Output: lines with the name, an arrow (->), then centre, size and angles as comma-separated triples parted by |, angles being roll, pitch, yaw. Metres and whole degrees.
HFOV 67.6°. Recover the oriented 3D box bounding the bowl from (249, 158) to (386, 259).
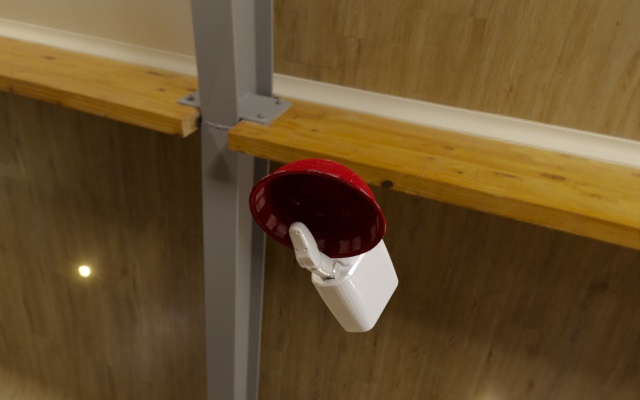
bowl -> 0.000, 0.001, 0.565 | 0.162, 0.055, 0.162 | 10, -38, 8
